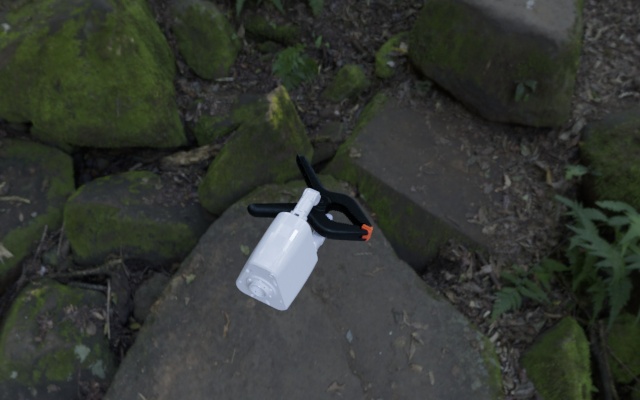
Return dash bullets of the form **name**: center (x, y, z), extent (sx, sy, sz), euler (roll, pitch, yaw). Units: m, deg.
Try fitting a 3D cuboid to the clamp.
- **clamp**: center (0.001, 0.003, 0.843), extent (0.210, 0.164, 0.036), euler (23, -37, 11)
